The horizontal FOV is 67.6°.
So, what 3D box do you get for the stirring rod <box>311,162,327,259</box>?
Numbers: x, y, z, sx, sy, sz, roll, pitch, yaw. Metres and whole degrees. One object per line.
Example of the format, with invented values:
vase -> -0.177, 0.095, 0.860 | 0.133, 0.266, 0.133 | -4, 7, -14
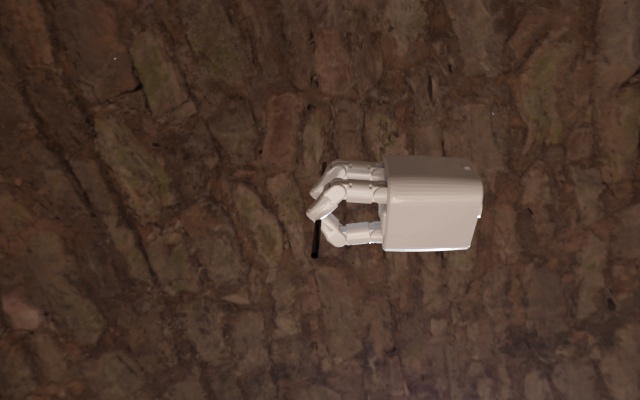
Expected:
stirring rod -> 0.000, 0.002, 0.605 | 0.011, 0.011, 0.239 | 0, 28, 3
